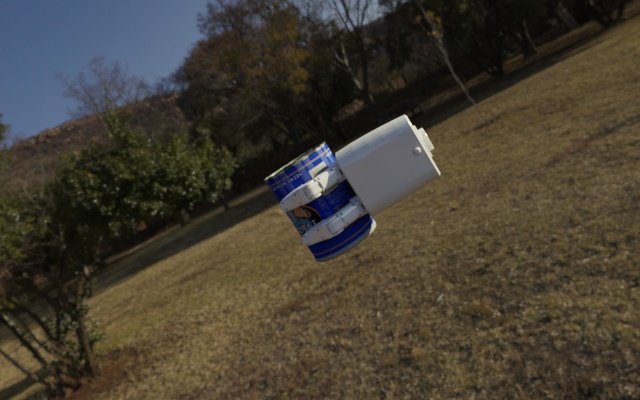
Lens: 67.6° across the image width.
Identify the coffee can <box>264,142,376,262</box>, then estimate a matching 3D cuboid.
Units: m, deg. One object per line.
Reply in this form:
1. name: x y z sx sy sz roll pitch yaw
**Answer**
1. coffee can: 0.000 0.002 0.684 0.103 0.140 0.103 -32 8 5
